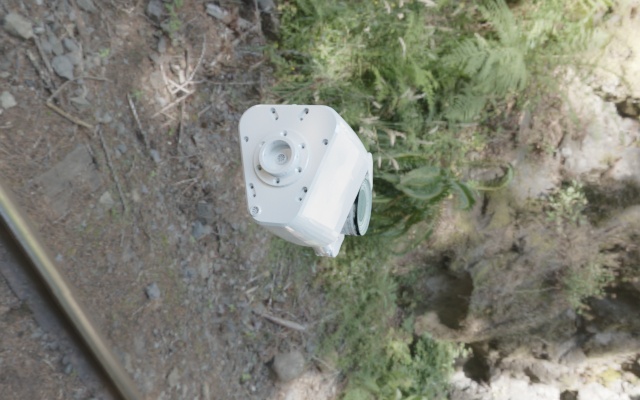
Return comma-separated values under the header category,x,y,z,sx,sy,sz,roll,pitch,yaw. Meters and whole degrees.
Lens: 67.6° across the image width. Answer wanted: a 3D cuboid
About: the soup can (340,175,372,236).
category,x,y,z,sx,sy,sz,roll,pitch,yaw
soup can,0.000,0.002,0.531,0.102,0.068,0.068,4,1,18
